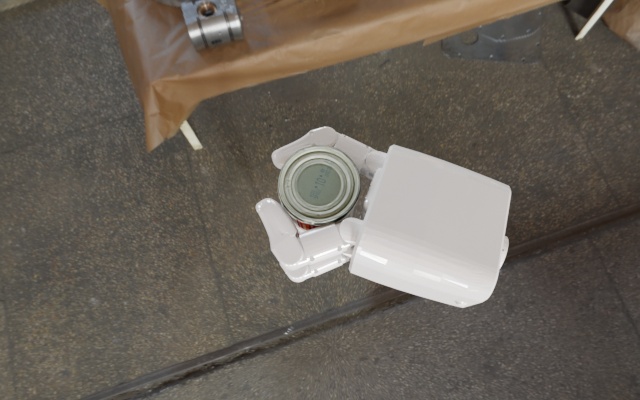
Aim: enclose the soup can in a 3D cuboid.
[{"bbox_3d":[0.000,0.001,0.420,0.068,0.068,0.102,0,-17,1],"label":"soup can"}]
